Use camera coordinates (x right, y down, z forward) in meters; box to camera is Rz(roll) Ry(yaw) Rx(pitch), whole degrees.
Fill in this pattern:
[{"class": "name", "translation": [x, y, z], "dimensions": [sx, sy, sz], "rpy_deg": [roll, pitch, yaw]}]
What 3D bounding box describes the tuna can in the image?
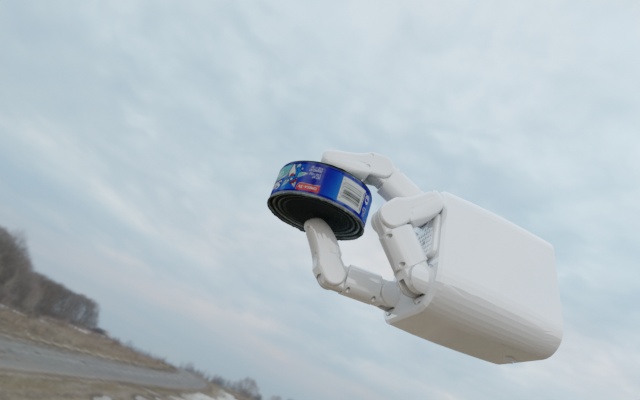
[{"class": "tuna can", "translation": [0.000, 0.001, 0.409], "dimensions": [0.086, 0.033, 0.086], "rpy_deg": [16, -23, 7]}]
